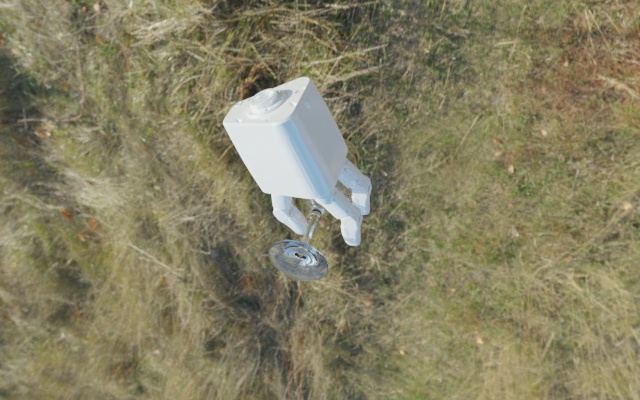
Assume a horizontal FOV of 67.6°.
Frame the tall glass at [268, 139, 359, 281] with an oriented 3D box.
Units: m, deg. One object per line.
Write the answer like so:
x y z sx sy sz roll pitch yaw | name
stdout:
0.000 0.003 0.625 0.079 0.079 0.201 0 44 22 | tall glass
